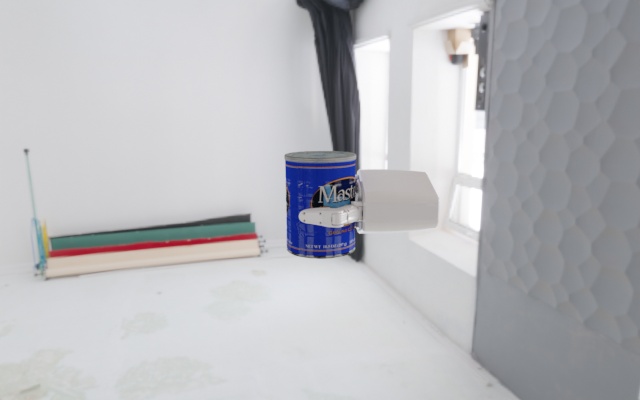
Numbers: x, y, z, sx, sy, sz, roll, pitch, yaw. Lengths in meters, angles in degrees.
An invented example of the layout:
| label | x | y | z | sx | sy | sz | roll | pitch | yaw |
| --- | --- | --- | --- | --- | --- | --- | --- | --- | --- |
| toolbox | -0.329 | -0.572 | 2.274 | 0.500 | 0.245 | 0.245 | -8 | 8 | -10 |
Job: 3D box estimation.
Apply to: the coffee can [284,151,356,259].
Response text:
| label | x | y | z | sx | sy | sz | roll | pitch | yaw |
| --- | --- | --- | --- | --- | --- | --- | --- | --- | --- |
| coffee can | 0.000 | 0.002 | 0.694 | 0.103 | 0.140 | 0.103 | 0 | 11 | 0 |
